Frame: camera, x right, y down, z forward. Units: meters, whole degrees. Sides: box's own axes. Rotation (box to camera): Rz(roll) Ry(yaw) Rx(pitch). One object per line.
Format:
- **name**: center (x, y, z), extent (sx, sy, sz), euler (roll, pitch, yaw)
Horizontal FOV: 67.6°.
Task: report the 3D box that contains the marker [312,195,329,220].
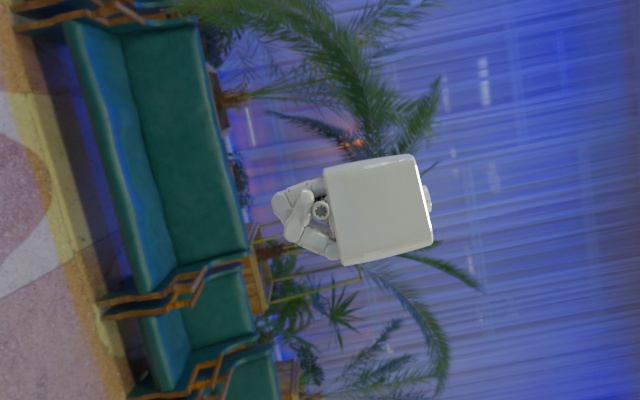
- **marker**: center (0.000, 0.002, 0.567), extent (0.020, 0.020, 0.121), euler (0, 9, 0)
